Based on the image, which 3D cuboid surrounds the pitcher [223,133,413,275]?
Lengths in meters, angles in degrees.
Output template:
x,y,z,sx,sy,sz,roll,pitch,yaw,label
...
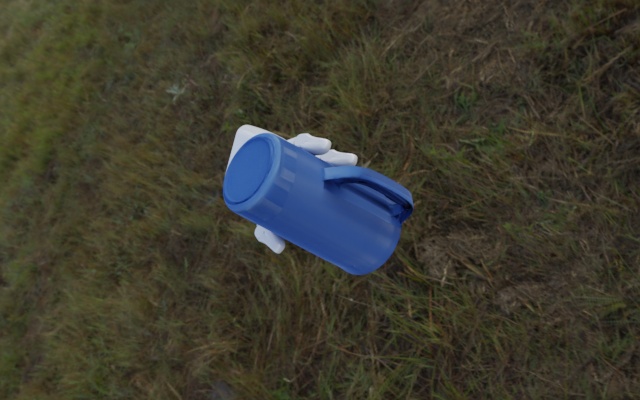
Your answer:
x,y,z,sx,sy,sz,roll,pitch,yaw,label
0.000,0.002,0.650,0.243,0.149,0.145,29,3,-40,pitcher
